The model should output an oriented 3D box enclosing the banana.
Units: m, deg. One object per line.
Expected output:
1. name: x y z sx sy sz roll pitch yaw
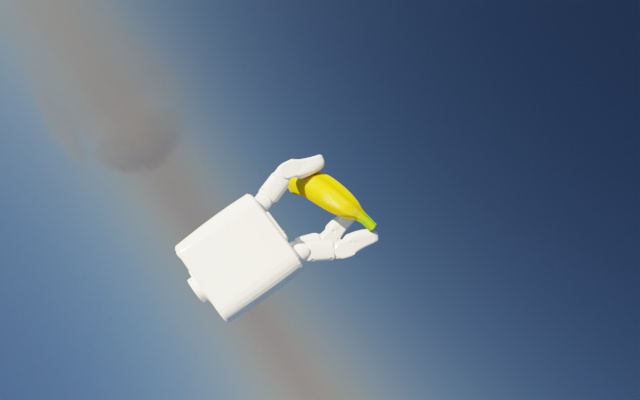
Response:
1. banana: -0.006 -0.011 0.624 0.037 0.070 0.197 -38 31 -14
